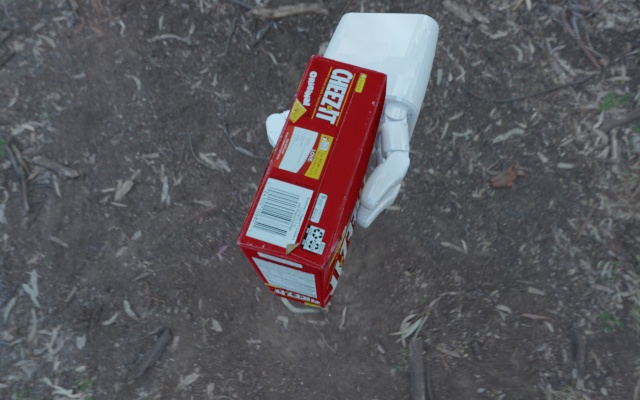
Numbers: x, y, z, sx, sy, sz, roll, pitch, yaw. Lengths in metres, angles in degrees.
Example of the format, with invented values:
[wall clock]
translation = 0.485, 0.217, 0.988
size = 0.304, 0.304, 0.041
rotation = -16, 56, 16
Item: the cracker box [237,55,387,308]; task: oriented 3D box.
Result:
[cracker box]
translation = 0.000, 0.001, 0.442
size = 0.072, 0.164, 0.214
rotation = 17, -19, 7
